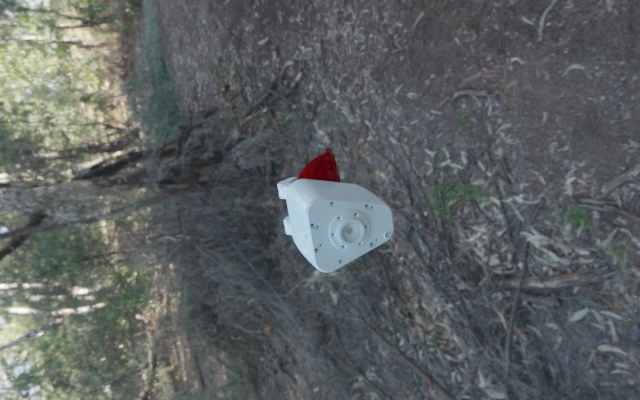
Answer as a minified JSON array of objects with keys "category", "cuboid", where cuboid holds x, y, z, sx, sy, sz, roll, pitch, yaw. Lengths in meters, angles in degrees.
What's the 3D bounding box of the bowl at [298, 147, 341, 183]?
[{"category":"bowl","cuboid":[0.000,0.002,0.734,0.055,0.162,0.162,-10,1,-4]}]
